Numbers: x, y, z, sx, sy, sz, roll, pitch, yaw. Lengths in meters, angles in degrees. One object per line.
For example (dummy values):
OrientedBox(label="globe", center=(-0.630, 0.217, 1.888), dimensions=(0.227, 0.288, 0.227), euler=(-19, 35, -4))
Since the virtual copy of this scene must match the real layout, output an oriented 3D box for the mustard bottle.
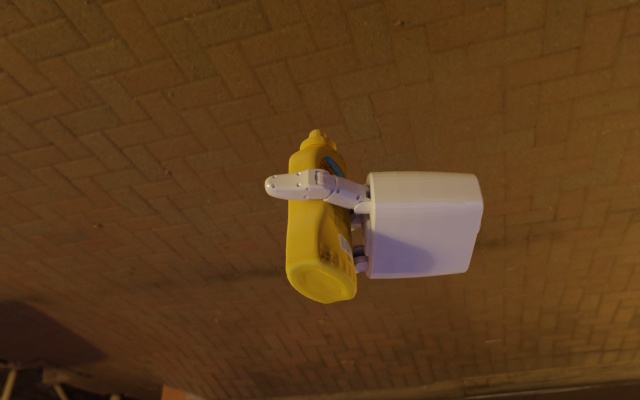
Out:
OrientedBox(label="mustard bottle", center=(0.000, 0.002, 0.498), dimensions=(0.058, 0.191, 0.096), euler=(-16, -37, 20))
